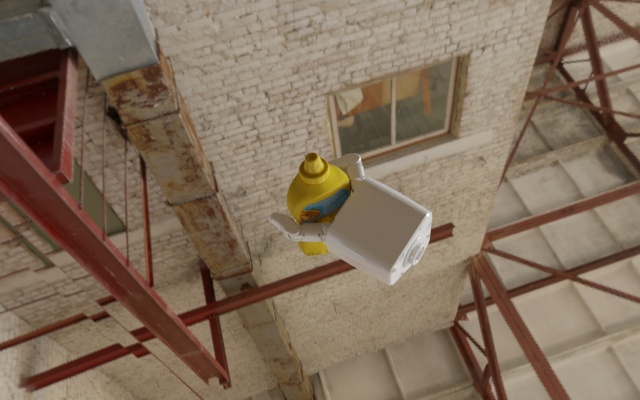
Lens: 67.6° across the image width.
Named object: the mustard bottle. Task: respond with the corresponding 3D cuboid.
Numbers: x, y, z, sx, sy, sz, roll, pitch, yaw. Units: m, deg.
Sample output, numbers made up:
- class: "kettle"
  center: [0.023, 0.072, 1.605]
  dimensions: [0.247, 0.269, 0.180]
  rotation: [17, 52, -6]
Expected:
- class: "mustard bottle"
  center: [0.000, 0.002, 0.694]
  dimensions: [0.096, 0.058, 0.192]
  rotation: [-25, -37, -11]
